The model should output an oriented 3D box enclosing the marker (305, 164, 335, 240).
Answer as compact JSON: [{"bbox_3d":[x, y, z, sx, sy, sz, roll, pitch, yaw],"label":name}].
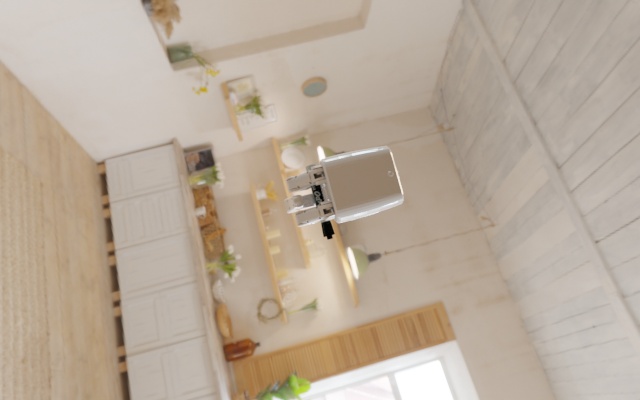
[{"bbox_3d":[0.000,0.002,0.754,0.020,0.121,0.020,-15,-5,-1],"label":"marker"}]
